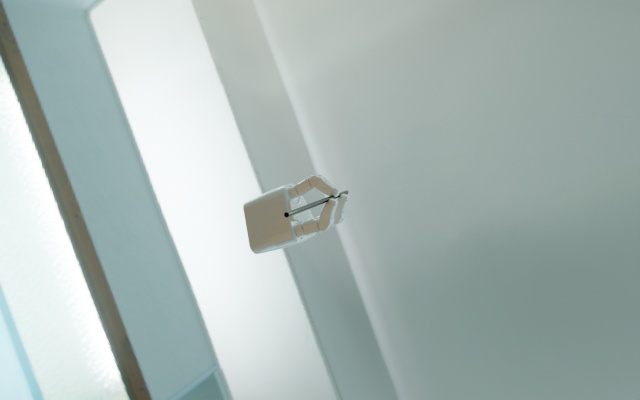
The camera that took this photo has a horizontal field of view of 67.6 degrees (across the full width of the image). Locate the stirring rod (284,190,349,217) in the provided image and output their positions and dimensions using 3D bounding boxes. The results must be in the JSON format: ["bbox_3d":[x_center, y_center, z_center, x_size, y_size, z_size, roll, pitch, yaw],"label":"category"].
[{"bbox_3d":[0.000,0.003,0.811,0.011,0.011,0.239,0,9,25],"label":"stirring rod"}]
